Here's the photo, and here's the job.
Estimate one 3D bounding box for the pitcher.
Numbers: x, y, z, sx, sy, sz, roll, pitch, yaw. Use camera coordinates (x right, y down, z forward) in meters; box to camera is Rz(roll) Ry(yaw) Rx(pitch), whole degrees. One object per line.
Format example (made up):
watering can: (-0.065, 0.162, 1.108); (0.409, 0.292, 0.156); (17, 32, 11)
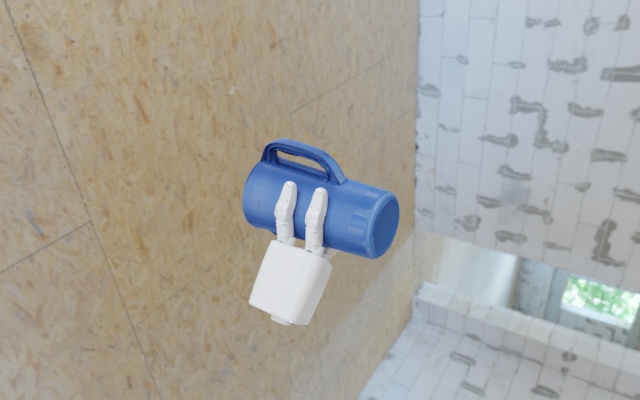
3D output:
pitcher: (0.000, 0.003, 0.781); (0.243, 0.145, 0.149); (16, -13, 31)
